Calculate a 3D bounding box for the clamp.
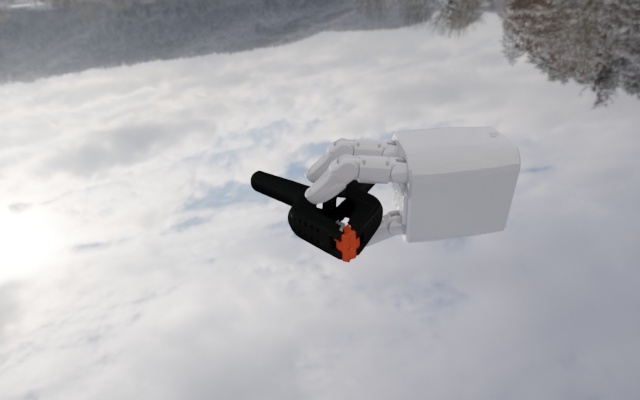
[{"bbox_3d":[0.000,0.003,0.505,0.164,0.036,0.210,-5,23,0],"label":"clamp"}]
